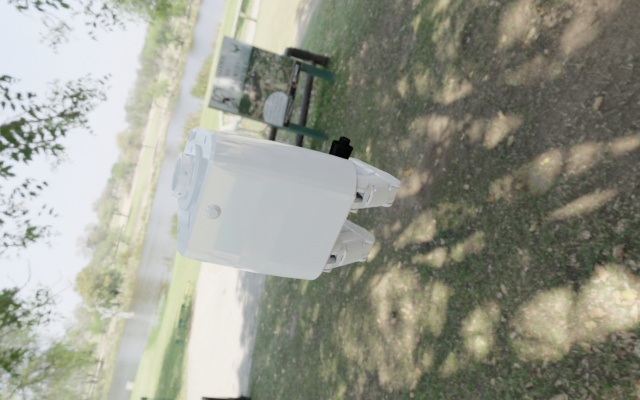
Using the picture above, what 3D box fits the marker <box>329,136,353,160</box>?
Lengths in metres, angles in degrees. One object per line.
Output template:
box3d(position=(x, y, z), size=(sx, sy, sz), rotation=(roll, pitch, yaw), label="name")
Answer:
box3d(position=(0.000, 0.001, 0.416), size=(0.020, 0.121, 0.020), rotation=(19, 20, -7), label="marker")
